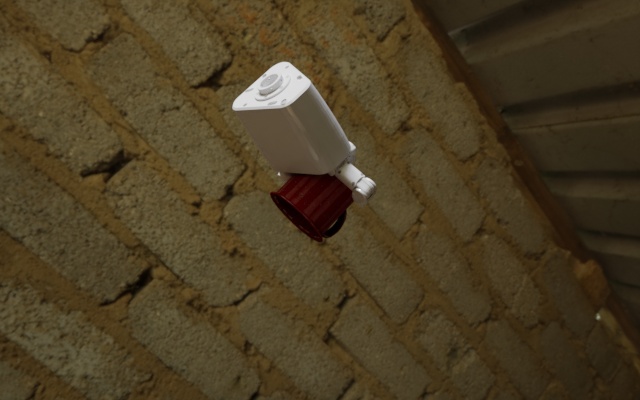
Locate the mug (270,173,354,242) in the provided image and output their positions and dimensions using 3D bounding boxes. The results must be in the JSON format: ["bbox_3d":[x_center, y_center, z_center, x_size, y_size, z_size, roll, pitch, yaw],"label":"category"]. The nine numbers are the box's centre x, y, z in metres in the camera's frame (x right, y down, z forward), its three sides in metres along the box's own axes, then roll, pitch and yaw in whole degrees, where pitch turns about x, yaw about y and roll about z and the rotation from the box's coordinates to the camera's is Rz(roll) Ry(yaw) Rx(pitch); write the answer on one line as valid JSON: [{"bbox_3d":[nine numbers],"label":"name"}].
[{"bbox_3d":[0.001,0.003,0.637,0.093,0.081,0.117,27,-22,49],"label":"mug"}]
